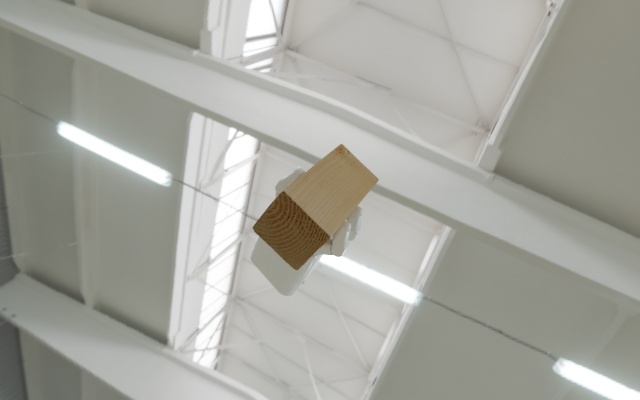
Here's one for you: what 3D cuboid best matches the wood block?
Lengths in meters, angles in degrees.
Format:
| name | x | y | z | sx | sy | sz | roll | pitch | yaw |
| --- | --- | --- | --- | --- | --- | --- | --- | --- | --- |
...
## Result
| name | x | y | z | sx | sy | sz | roll | pitch | yaw |
| --- | --- | --- | --- | --- | --- | --- | --- | --- | --- |
| wood block | 0.000 | 0.002 | 0.731 | 0.090 | 0.091 | 0.206 | -48 | -1 | 35 |
